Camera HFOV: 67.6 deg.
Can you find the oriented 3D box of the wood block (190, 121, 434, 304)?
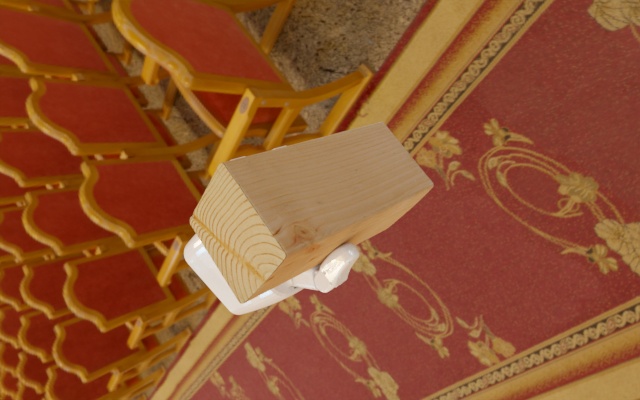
[{"bbox_3d":[0.000,0.002,0.446,0.206,0.091,0.090,-22,-19,-43],"label":"wood block"}]
